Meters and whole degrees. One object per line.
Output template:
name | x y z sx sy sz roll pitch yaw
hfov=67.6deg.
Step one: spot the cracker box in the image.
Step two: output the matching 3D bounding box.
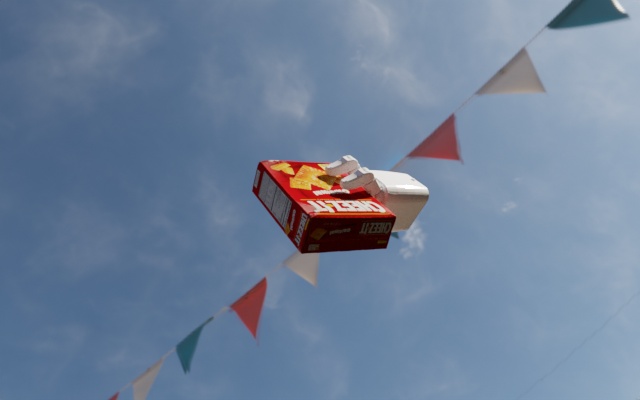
cracker box | 0.000 0.003 0.814 0.164 0.072 0.213 0 27 -31
